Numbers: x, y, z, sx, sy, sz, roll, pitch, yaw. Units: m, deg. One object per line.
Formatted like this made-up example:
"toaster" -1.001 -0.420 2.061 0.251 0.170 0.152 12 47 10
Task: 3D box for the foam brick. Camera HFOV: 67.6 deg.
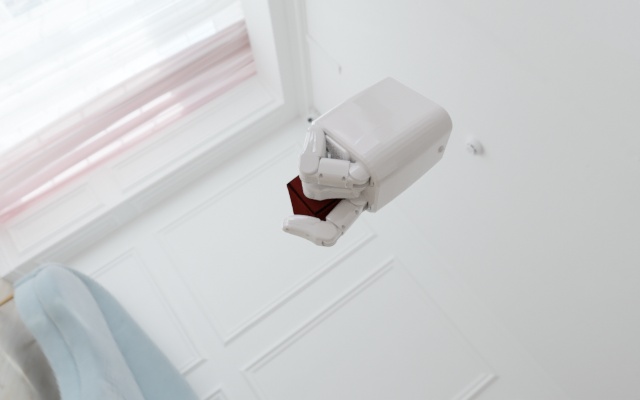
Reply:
"foam brick" 0.000 0.002 0.544 0.051 0.053 0.078 -37 -22 -14
